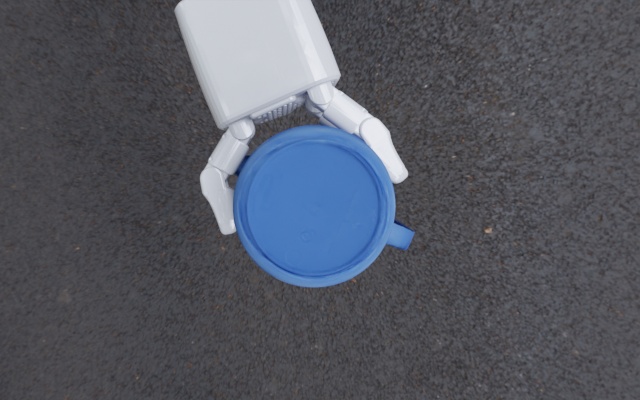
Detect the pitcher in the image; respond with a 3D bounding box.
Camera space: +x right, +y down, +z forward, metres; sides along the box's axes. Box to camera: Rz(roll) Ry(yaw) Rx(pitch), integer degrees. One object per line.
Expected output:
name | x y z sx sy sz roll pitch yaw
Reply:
pitcher | 0.000 0.001 0.425 0.149 0.145 0.243 -21 5 -2
